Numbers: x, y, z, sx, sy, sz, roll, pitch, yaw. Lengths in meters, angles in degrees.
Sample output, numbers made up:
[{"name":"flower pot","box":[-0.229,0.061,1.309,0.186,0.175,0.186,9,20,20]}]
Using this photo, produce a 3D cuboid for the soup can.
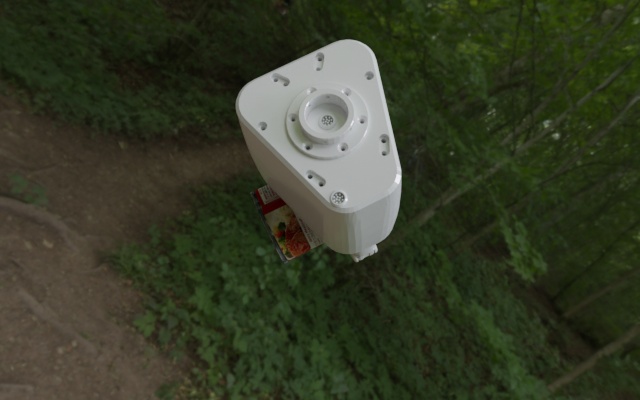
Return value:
[{"name":"soup can","box":[0.000,0.001,0.413,0.102,0.068,0.068,-26,2,-4]}]
